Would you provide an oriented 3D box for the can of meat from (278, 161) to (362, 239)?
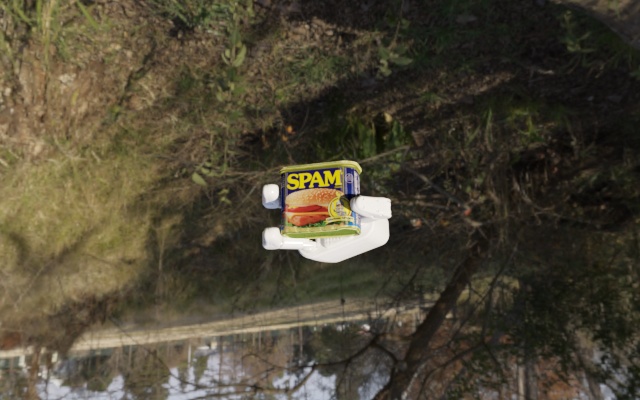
[{"bbox_3d":[0.000,0.002,0.591,0.102,0.084,0.057,-5,-14,15],"label":"can of meat"}]
